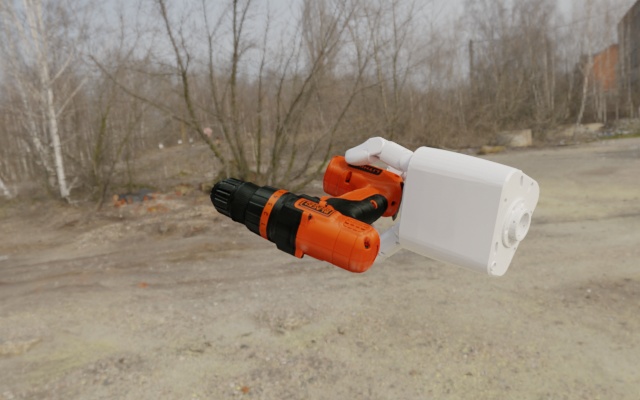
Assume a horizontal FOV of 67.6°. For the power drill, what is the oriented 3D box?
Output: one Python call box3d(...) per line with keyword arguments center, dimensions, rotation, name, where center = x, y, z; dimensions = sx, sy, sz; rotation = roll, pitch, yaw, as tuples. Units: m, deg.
box3d(center=(0.001, 0.002, 0.525), dimensions=(0.184, 0.057, 0.187), rotation=(22, 27, 20), name="power drill")
